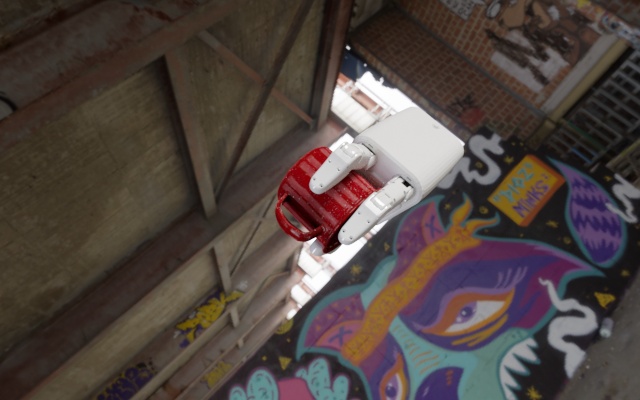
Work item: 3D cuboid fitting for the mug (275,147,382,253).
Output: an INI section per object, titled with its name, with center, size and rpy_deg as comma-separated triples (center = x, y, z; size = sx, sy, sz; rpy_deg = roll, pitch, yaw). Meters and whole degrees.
[mug]
center = -0.001, 0.002, 0.510
size = 0.117, 0.081, 0.093
rpy_deg = -35, -19, -37
